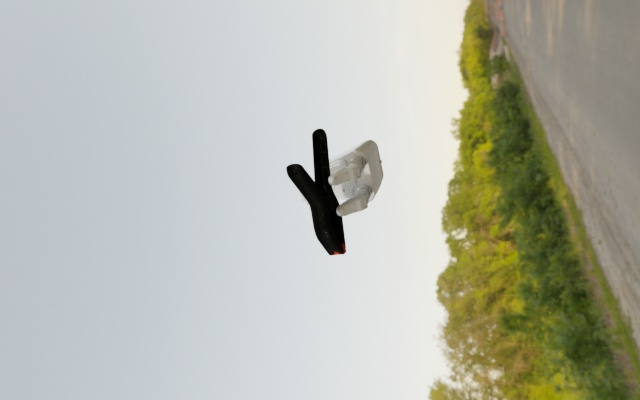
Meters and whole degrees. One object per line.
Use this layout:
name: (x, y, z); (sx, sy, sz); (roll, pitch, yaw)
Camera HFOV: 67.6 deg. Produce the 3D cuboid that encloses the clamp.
clamp: (0.000, 0.003, 0.769); (0.036, 0.210, 0.164); (-7, 18, 20)
